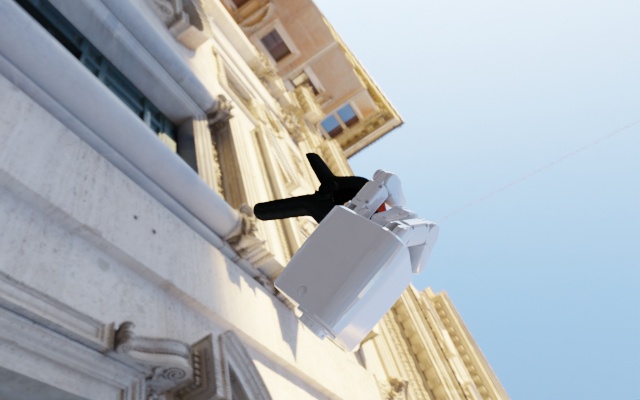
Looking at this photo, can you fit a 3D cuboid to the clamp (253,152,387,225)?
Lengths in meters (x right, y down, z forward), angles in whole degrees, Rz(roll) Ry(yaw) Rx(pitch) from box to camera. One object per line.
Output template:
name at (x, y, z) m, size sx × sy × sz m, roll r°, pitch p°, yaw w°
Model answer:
clamp at (0.001, 0.002, 0.566) m, size 0.171 × 0.120 × 0.039 m, roll 26°, pitch -24°, yaw 47°
